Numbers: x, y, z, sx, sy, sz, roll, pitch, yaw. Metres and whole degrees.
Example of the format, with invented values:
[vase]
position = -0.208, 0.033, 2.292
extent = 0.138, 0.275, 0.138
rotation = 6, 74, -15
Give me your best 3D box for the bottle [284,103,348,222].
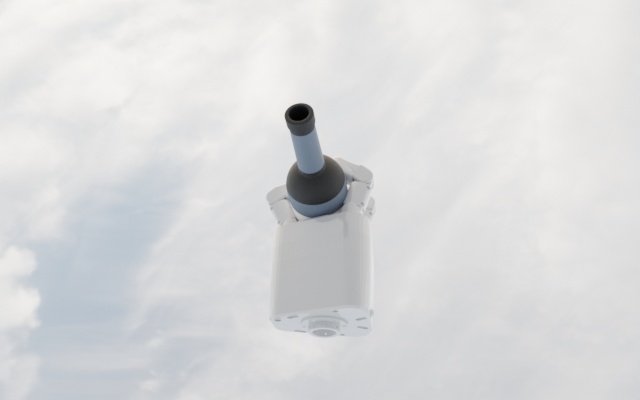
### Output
[bottle]
position = 0.000, 0.002, 0.554
extent = 0.069, 0.069, 0.296
rotation = 0, -33, 9
